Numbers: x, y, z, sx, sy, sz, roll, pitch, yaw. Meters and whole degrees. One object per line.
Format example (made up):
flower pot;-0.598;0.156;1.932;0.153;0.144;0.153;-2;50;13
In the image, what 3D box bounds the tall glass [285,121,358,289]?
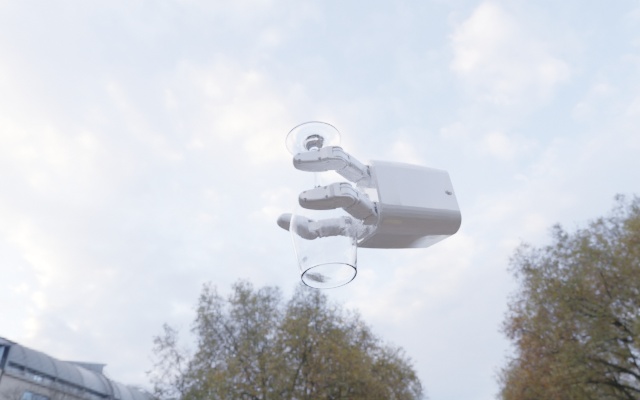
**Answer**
tall glass;0.000;0.001;0.574;0.079;0.201;0.079;-4;-36;-3
